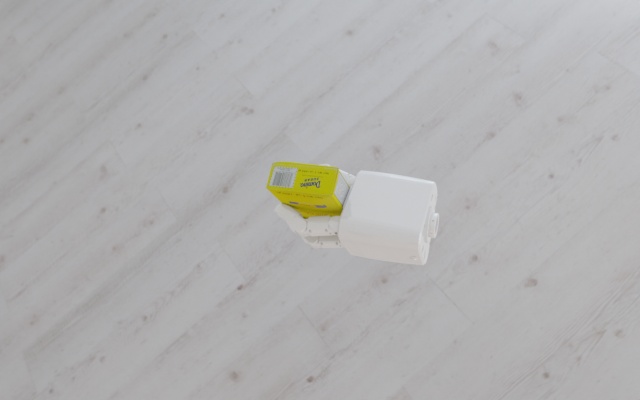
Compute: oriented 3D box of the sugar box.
[{"bbox_3d":[0.000,0.003,0.676,0.093,0.048,0.176,7,-20,21],"label":"sugar box"}]
